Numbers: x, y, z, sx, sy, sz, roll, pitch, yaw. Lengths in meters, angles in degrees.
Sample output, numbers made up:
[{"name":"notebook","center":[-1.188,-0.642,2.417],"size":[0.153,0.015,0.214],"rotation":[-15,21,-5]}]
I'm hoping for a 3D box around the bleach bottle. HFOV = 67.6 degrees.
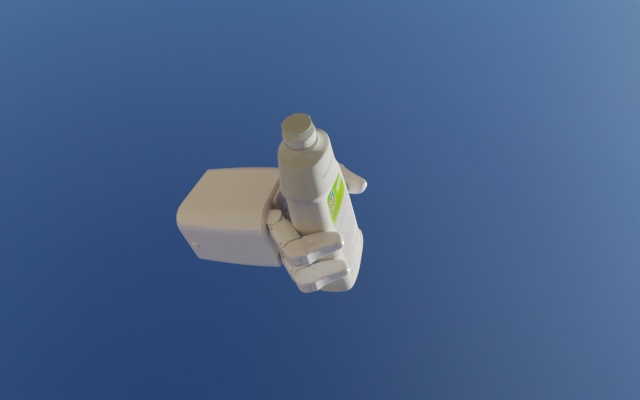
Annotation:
[{"name":"bleach bottle","center":[0.000,0.002,0.533],"size":[0.068,0.102,0.251],"rotation":[2,-38,13]}]
